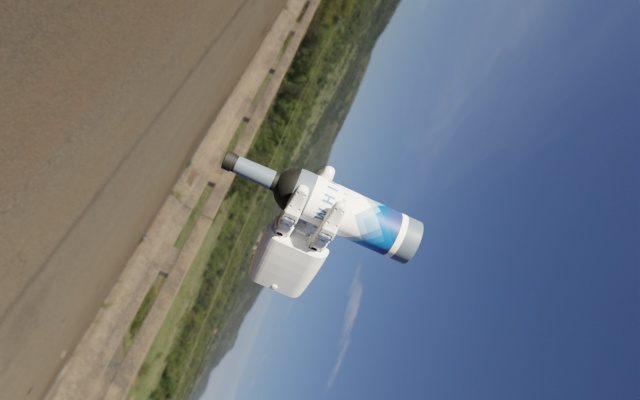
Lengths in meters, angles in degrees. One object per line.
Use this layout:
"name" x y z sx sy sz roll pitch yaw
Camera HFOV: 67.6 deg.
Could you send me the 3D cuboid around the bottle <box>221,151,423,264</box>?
"bottle" 0.000 0.002 0.681 0.296 0.069 0.069 24 -3 -6
